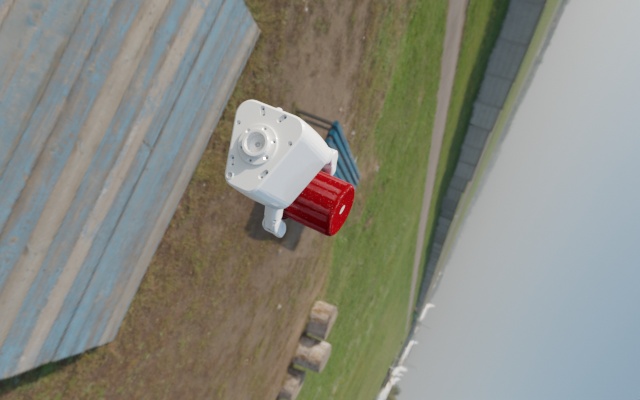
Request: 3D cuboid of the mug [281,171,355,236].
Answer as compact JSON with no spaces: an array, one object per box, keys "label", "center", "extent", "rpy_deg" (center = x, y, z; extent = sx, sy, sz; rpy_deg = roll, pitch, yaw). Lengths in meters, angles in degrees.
[{"label":"mug","center":[0.001,0.003,0.703],"extent":[0.081,0.093,0.117],"rpy_deg":[24,-3,18]}]
